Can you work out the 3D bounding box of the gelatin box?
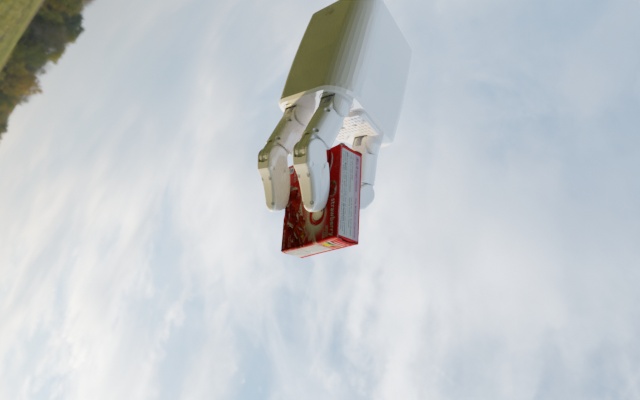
[{"bbox_3d":[0.000,0.002,0.428,0.030,0.089,0.073,22,-28,-38],"label":"gelatin box"}]
